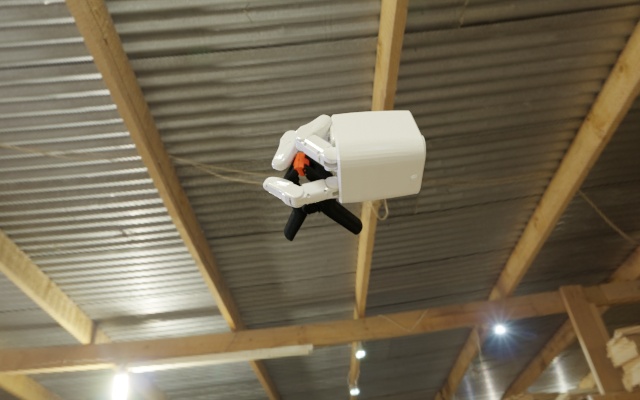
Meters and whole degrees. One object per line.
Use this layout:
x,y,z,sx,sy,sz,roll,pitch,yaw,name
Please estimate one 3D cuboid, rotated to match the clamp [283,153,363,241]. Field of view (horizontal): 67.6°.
0.000,0.002,0.677,0.120,0.039,0.172,-5,-38,0,clamp
